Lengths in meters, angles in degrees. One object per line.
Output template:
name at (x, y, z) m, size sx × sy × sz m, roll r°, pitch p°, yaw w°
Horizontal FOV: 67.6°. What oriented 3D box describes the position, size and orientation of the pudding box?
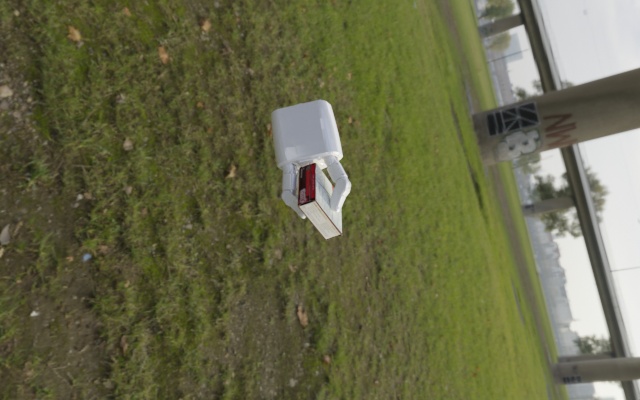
pudding box at (0.000, 0.003, 0.844) m, size 0.039 × 0.090 × 0.113 m, roll -18°, pitch -44°, yaw 22°
